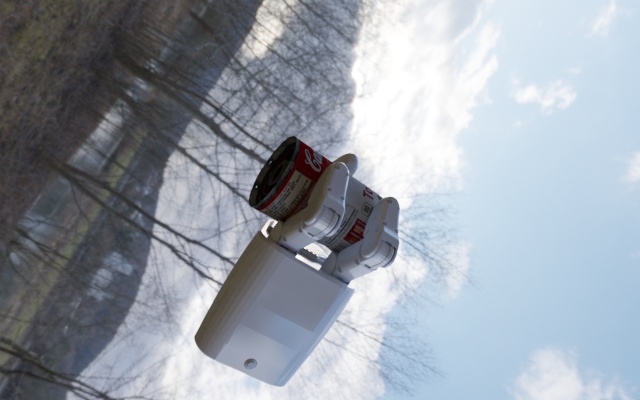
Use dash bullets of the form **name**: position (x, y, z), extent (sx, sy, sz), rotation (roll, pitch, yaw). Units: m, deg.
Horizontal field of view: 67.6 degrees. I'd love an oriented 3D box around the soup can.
- **soup can**: position (0.001, 0.001, 0.407), extent (0.102, 0.068, 0.068), rotation (33, -13, -21)
